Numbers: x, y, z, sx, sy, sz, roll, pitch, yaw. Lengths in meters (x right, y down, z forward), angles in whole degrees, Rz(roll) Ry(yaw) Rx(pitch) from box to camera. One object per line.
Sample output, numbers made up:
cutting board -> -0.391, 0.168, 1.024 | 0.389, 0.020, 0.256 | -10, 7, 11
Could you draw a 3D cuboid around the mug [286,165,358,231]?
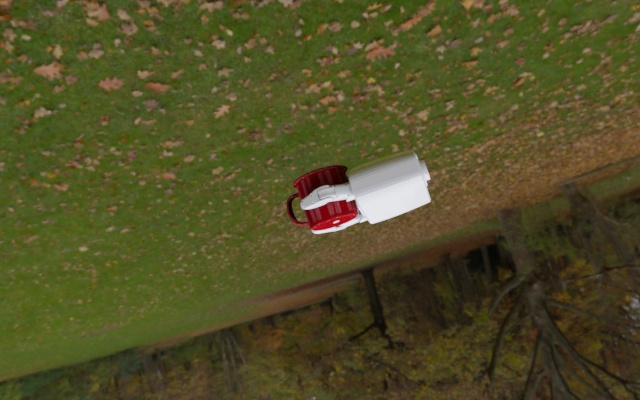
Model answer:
mug -> -0.001, 0.003, 0.770 | 0.117, 0.081, 0.093 | -20, -13, 12
